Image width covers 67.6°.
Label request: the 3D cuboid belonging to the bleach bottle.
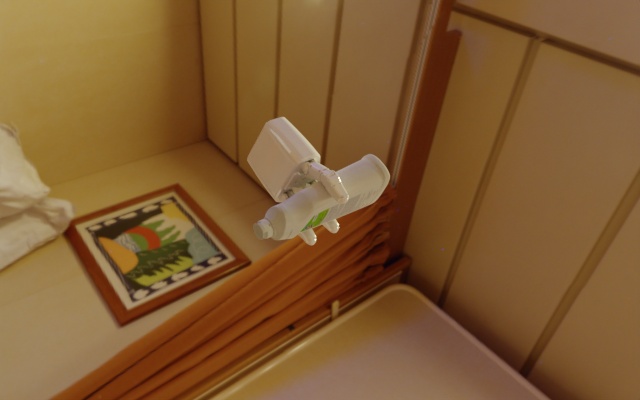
[{"bbox_3d":[0.000,0.003,0.813,0.251,0.068,0.103,-23,-26,-34],"label":"bleach bottle"}]
